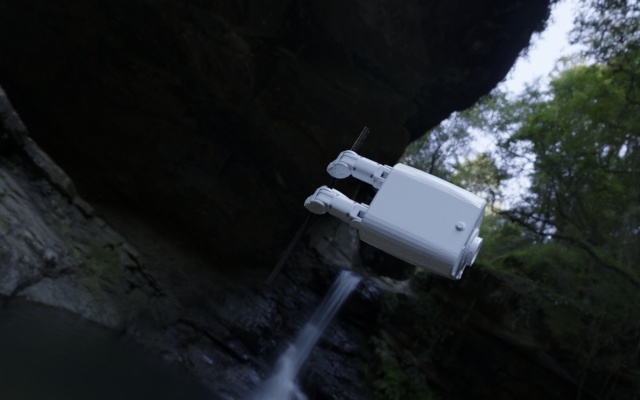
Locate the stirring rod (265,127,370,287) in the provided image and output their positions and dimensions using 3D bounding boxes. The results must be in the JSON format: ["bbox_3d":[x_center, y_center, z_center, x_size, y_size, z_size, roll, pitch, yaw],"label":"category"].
[{"bbox_3d":[0.000,0.002,0.590,0.011,0.239,0.011,29,-18,11],"label":"stirring rod"}]
